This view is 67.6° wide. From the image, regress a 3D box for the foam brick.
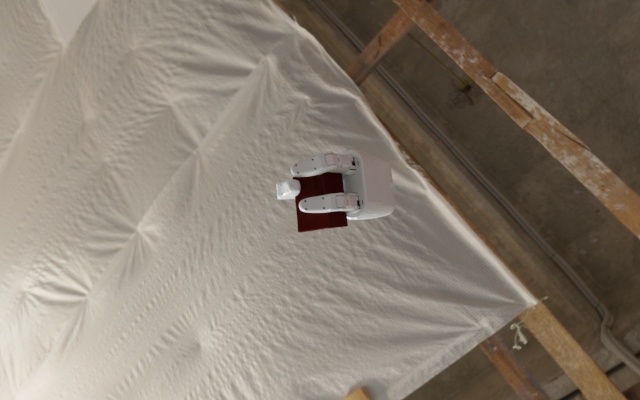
[{"bbox_3d":[0.000,0.002,0.658,0.053,0.078,0.051,-8,-5,33],"label":"foam brick"}]
